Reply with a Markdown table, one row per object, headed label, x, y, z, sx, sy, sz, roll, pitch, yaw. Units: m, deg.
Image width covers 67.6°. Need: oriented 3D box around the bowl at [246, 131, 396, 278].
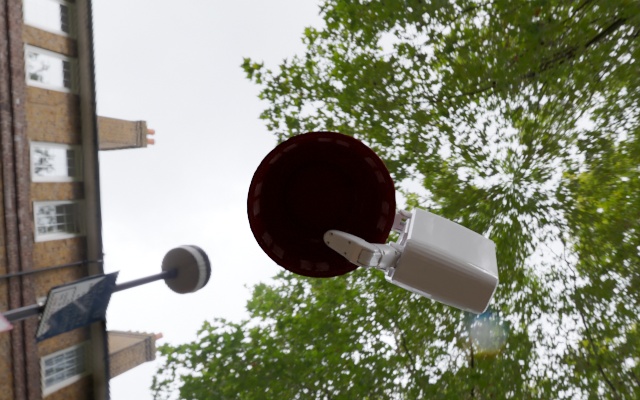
| label | x | y | z | sx | sy | sz | roll | pitch | yaw |
| --- | --- | --- | --- | --- | --- | --- | --- | --- | --- |
| bowl | -0.001 | 0.001 | 0.534 | 0.162 | 0.162 | 0.055 | 0 | 12 | -4 |
